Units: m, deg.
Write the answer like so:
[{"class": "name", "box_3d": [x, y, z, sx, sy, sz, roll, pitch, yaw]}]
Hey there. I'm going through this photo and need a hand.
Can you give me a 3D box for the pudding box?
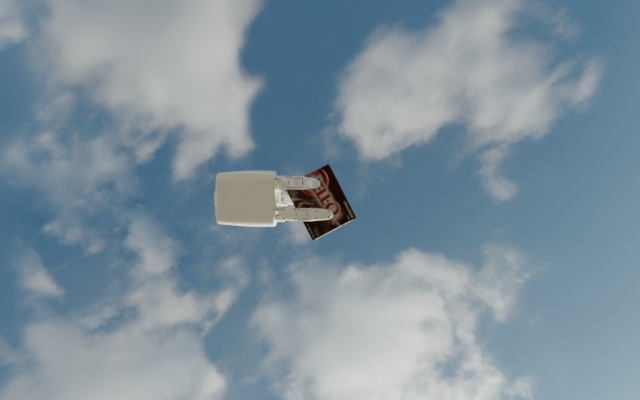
[{"class": "pudding box", "box_3d": [0.000, 0.003, 0.868, 0.090, 0.113, 0.039, -28, 1, 0]}]
